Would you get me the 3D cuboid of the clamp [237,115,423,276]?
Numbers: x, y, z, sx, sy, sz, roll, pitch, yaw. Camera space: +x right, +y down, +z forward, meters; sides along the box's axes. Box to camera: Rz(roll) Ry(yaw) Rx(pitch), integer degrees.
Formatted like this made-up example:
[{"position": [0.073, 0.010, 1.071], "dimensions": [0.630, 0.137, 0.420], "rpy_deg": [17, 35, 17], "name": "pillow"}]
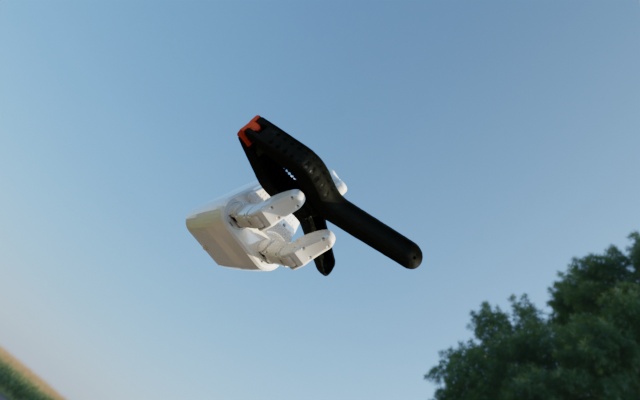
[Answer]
[{"position": [0.000, 0.001, 0.486], "dimensions": [0.164, 0.210, 0.036], "rpy_deg": [-9, 34, 51], "name": "clamp"}]
